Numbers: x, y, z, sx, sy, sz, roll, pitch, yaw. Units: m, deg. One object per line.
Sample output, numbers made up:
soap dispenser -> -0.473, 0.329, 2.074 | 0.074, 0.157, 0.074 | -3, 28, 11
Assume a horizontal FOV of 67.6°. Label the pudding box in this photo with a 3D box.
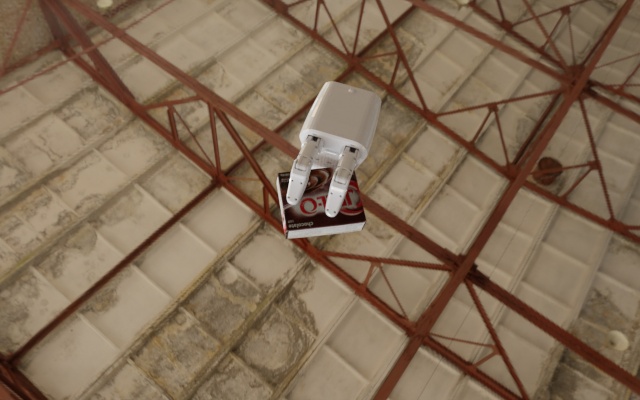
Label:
pudding box -> 0.000, 0.002, 0.665 | 0.113, 0.090, 0.039 | -8, -26, -8
